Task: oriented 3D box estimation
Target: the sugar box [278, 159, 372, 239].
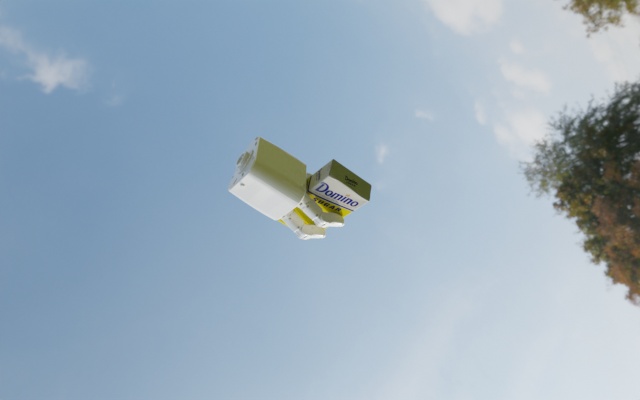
[{"bbox_3d":[0.000,0.003,0.872,0.093,0.048,0.176,32,-41,-23],"label":"sugar box"}]
